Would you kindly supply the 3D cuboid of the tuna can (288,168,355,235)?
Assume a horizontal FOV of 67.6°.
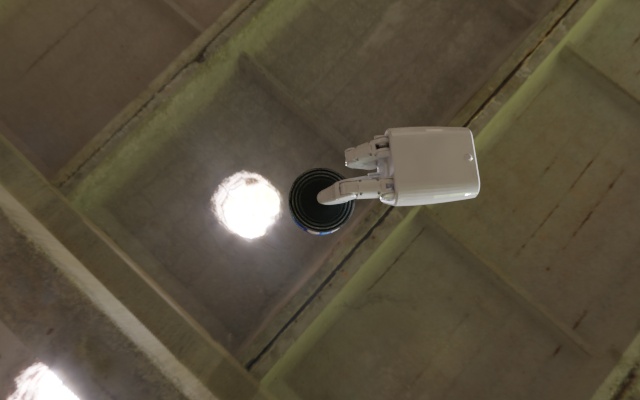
[{"bbox_3d":[0.000,0.002,0.632,0.086,0.086,0.034,0,-11,-6],"label":"tuna can"}]
